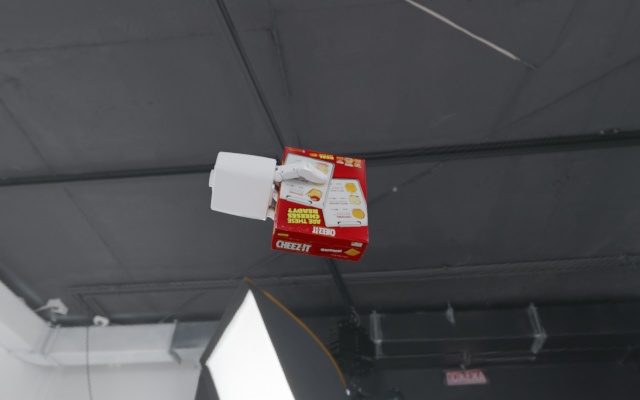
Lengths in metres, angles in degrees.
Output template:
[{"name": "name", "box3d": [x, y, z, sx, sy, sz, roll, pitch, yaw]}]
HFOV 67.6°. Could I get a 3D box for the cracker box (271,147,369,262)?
[{"name": "cracker box", "box3d": [0.000, 0.003, 0.898, 0.164, 0.213, 0.072, 9, -43, -7]}]
